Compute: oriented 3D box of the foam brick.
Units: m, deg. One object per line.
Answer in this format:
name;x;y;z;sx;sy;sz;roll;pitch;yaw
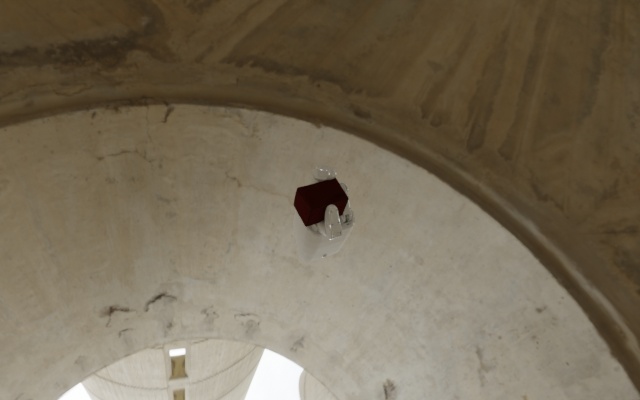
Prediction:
foam brick;0.000;0.003;0.829;0.078;0.053;0.051;-16;-31;-26
